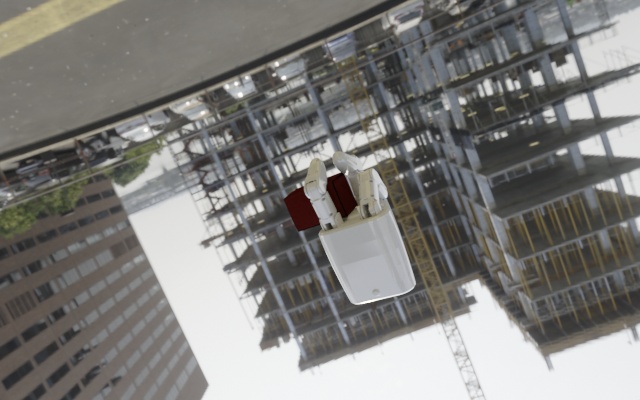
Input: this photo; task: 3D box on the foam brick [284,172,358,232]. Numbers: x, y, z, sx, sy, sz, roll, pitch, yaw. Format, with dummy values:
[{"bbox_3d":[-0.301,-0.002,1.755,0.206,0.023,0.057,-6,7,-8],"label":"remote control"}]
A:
[{"bbox_3d":[0.000,0.002,0.646,0.078,0.051,0.053,-19,10,25],"label":"foam brick"}]
